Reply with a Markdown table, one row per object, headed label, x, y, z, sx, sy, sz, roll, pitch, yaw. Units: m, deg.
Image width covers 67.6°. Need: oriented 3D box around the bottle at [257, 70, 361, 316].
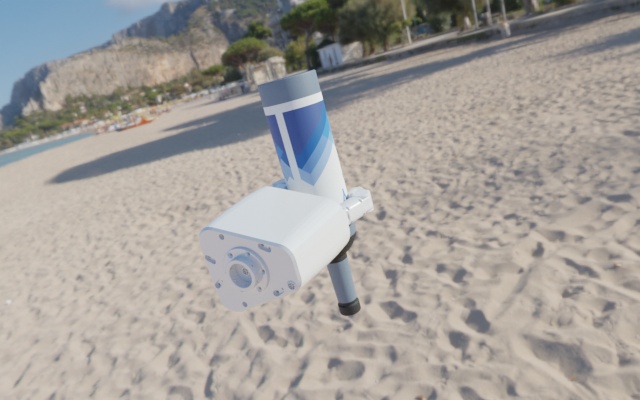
| label | x | y | z | sx | sy | sz | roll | pitch | yaw |
| --- | --- | --- | --- | --- | --- | --- | --- | --- | --- |
| bottle | 0.000 | 0.002 | 0.563 | 0.069 | 0.296 | 0.069 | -14 | 16 | 4 |
